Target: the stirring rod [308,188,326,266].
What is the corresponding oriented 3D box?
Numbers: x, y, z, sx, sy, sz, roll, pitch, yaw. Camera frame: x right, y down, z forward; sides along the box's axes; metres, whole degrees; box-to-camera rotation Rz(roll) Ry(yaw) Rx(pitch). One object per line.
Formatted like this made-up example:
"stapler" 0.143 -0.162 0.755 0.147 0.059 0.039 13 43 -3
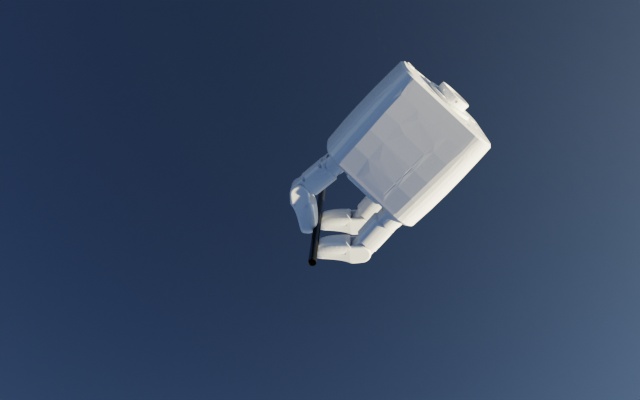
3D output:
"stirring rod" 0.000 0.002 0.553 0.011 0.011 0.239 0 28 4
